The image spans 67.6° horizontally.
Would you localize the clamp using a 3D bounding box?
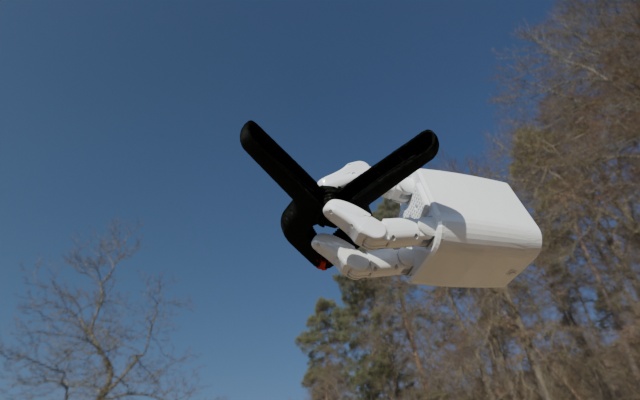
[{"bbox_3d":[0.000,0.001,0.461,0.164,0.036,0.210,8,-39,-9],"label":"clamp"}]
